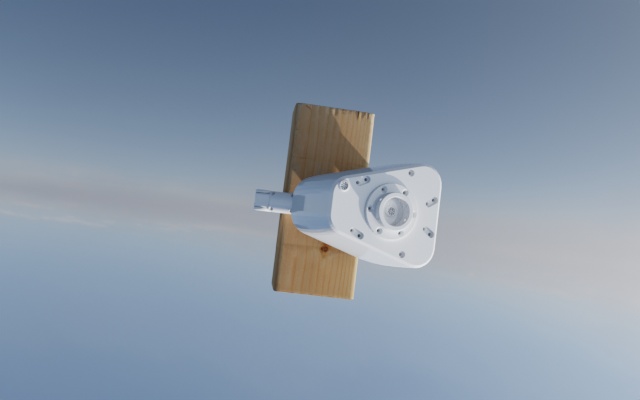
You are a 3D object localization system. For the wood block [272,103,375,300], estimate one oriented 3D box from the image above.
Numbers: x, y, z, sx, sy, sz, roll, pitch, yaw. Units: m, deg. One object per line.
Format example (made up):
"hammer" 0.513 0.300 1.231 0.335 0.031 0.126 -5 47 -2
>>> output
"wood block" 0.000 0.002 0.560 0.091 0.206 0.090 8 -3 -6
